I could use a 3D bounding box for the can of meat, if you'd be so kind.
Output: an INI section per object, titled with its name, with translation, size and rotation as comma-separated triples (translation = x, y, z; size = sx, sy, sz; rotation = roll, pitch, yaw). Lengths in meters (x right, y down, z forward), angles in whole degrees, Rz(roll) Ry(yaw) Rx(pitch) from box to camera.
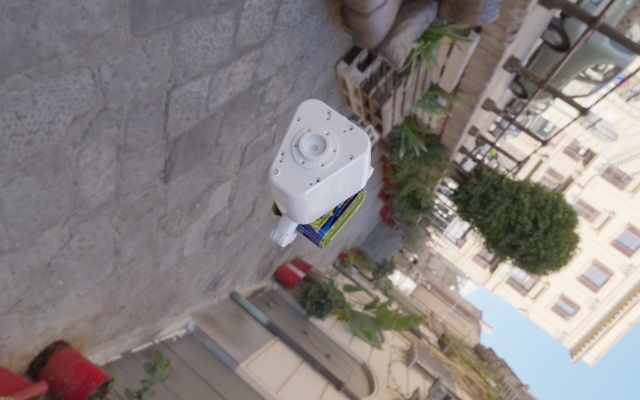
[can of meat]
translation = 0.000, 0.002, 0.639
size = 0.084, 0.102, 0.057
rotation = 38, -14, 11
